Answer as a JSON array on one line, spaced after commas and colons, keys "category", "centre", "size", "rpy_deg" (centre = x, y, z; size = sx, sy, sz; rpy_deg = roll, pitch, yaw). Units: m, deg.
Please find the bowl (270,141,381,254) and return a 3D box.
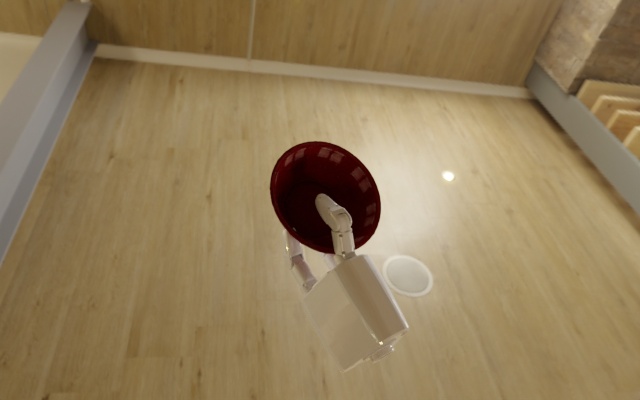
[{"category": "bowl", "centre": [0.000, 0.001, 0.652], "size": [0.162, 0.162, 0.055], "rpy_deg": [0, -21, -26]}]
